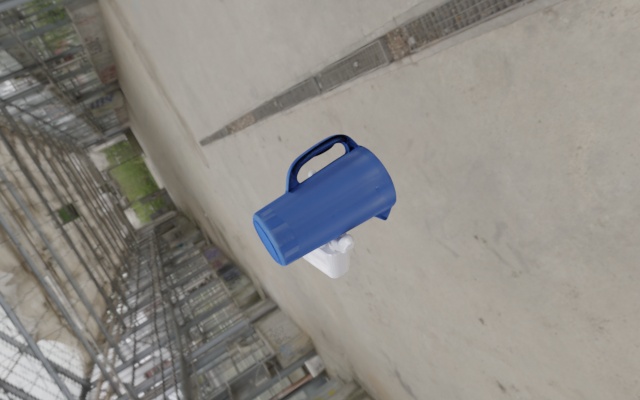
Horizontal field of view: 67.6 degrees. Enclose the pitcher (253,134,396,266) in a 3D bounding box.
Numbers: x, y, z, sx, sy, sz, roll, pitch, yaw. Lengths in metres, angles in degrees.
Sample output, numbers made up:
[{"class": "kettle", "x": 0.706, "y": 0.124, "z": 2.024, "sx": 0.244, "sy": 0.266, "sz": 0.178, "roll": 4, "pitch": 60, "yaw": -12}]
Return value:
[{"class": "pitcher", "x": 0.000, "y": 0.003, "z": 0.858, "sx": 0.243, "sy": 0.149, "sz": 0.145, "roll": -31, "pitch": -31, "yaw": -16}]
